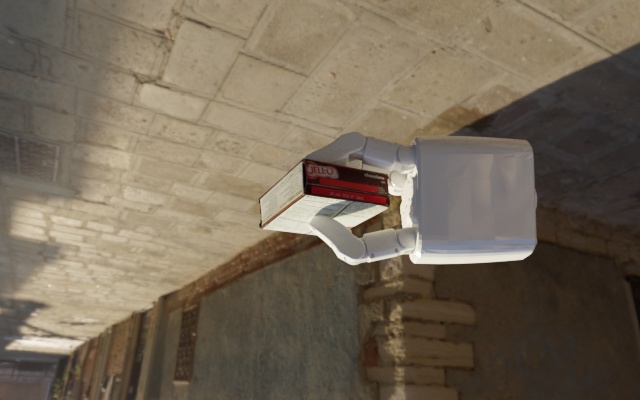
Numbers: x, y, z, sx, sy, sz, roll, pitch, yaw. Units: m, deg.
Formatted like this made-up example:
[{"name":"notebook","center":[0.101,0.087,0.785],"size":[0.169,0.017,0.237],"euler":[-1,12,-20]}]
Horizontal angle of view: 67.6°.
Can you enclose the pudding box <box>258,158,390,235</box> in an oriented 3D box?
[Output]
[{"name":"pudding box","center":[0.000,0.002,0.466],"size":[0.090,0.039,0.113],"euler":[9,-25,-26]}]
